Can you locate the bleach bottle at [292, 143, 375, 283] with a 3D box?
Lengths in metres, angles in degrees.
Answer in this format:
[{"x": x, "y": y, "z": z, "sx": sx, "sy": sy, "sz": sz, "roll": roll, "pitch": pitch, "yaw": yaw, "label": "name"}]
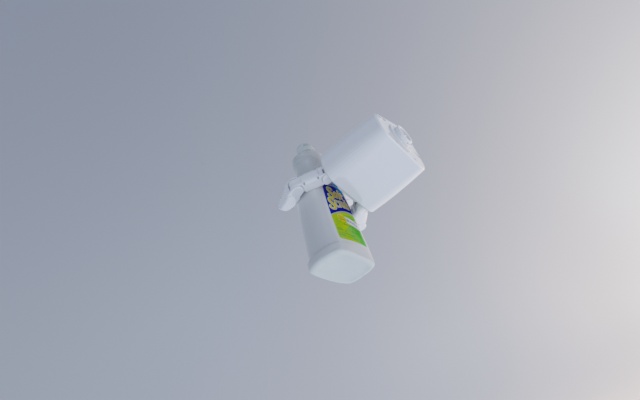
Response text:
[{"x": 0.000, "y": 0.003, "z": 0.739, "sx": 0.068, "sy": 0.250, "sz": 0.102, "roll": -40, "pitch": -42, "yaw": 24, "label": "bleach bottle"}]
